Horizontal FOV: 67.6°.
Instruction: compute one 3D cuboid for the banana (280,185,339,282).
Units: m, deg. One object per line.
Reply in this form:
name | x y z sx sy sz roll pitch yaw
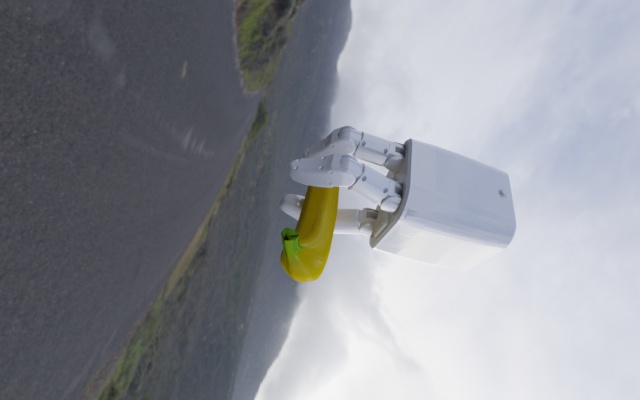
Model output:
banana | -0.004 0.019 0.431 0.037 0.070 0.197 14 23 2
